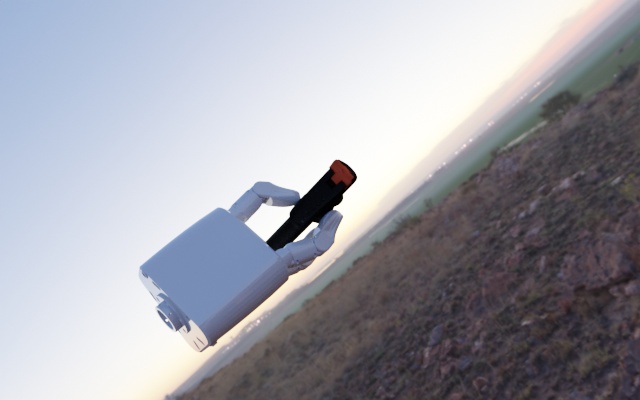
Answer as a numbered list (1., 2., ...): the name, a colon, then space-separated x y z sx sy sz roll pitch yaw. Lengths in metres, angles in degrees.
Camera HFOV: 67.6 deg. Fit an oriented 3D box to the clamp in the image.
1. clamp: 0.000 0.001 0.577 0.164 0.036 0.210 -41 -5 -33
